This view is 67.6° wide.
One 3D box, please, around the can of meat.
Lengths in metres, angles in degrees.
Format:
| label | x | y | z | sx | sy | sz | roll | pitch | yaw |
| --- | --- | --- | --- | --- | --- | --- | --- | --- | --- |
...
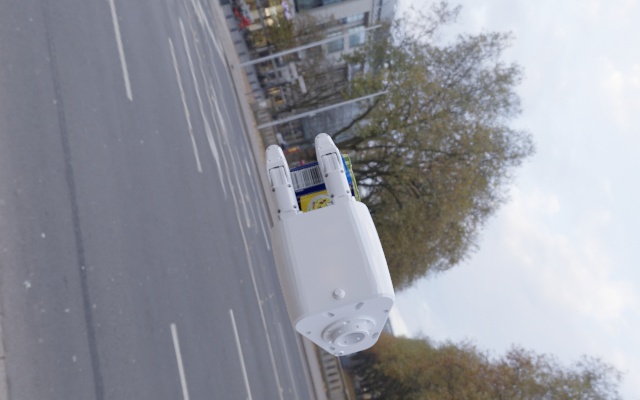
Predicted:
| label | x | y | z | sx | sy | sz | roll | pitch | yaw |
| --- | --- | --- | --- | --- | --- | --- | --- | --- | --- |
| can of meat | 0.000 | 0.002 | 0.543 | 0.084 | 0.057 | 0.102 | -15 | -43 | -1 |
